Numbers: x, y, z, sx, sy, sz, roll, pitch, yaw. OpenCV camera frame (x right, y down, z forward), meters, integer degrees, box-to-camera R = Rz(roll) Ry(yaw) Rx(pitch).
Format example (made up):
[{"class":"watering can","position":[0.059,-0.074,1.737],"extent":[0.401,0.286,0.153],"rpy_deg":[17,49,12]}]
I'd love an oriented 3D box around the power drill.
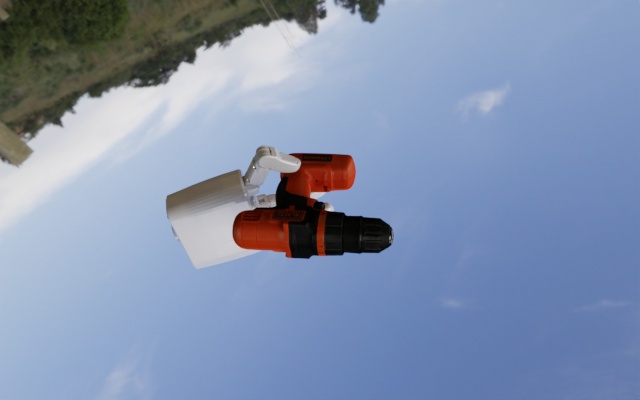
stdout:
[{"class":"power drill","position":[0.000,0.002,0.602],"extent":[0.184,0.057,0.187],"rpy_deg":[3,29,8]}]
